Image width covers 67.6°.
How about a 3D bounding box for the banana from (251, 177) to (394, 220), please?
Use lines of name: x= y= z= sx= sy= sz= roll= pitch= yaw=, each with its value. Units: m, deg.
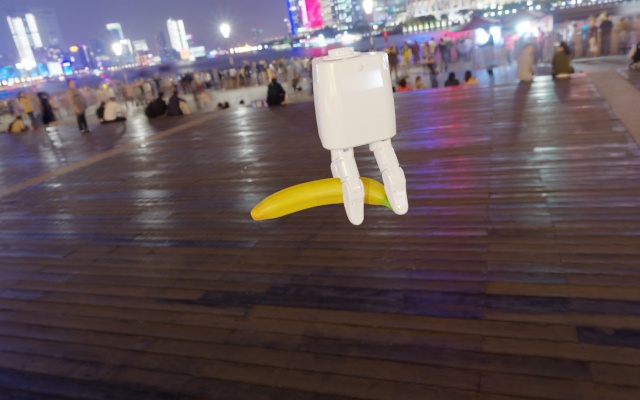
banana: x=0.004 y=-0.005 z=0.659 sx=0.198 sy=0.037 sz=0.069 roll=-6 pitch=22 yaw=5
